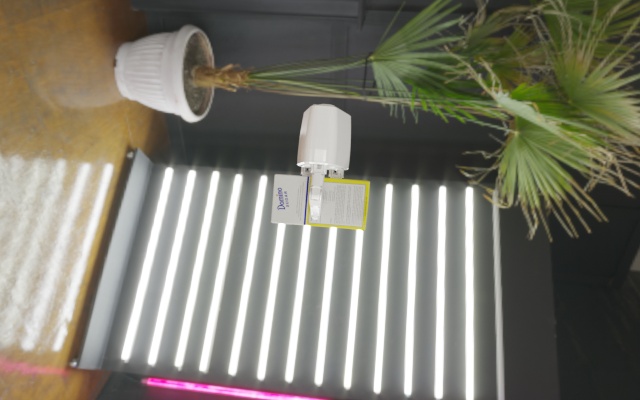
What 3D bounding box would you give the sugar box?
[{"bbox_3d":[0.000,0.003,0.890,0.176,0.093,0.048,5,0,6],"label":"sugar box"}]
